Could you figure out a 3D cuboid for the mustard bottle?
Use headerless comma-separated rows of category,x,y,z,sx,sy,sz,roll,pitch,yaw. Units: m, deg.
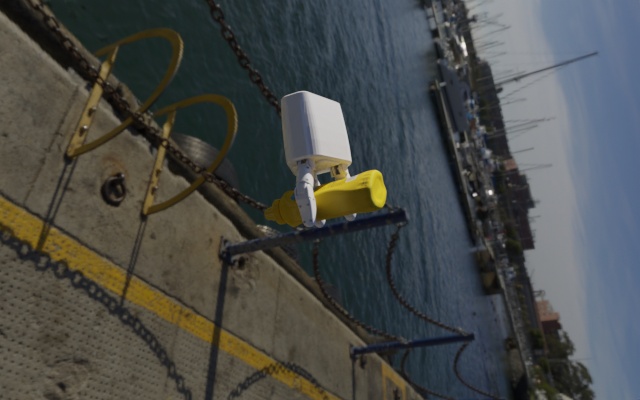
mustard bottle,0.000,0.003,0.737,0.191,0.058,0.096,-13,13,21
